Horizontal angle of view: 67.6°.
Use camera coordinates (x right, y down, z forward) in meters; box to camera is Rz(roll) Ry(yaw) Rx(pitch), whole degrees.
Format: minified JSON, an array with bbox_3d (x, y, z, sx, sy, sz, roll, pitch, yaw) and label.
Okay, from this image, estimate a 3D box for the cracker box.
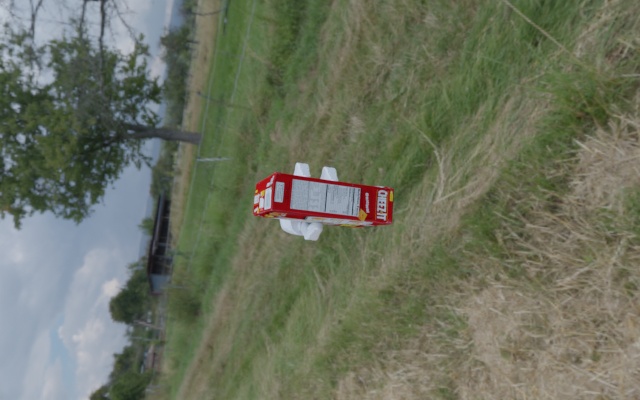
[{"bbox_3d":[0.000,0.003,0.855,0.214,0.072,0.164,7,-7,-17],"label":"cracker box"}]
